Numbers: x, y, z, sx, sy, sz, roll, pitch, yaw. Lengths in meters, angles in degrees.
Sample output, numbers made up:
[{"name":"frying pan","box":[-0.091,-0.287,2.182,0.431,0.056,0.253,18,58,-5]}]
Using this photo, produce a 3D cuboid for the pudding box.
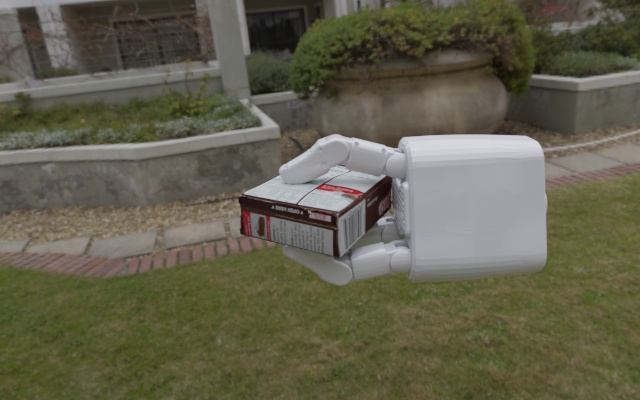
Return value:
[{"name":"pudding box","box":[0.000,0.001,0.401,0.090,0.039,0.113,10,22,26]}]
